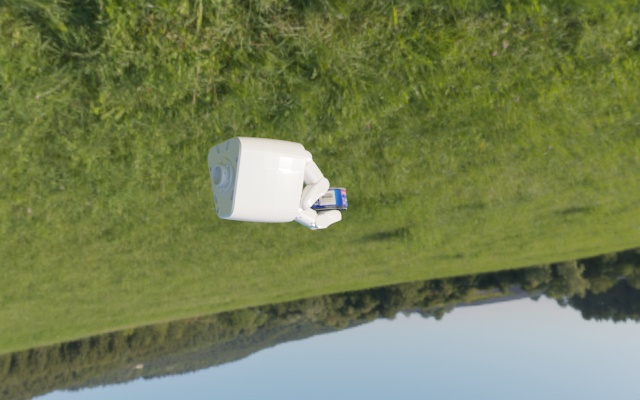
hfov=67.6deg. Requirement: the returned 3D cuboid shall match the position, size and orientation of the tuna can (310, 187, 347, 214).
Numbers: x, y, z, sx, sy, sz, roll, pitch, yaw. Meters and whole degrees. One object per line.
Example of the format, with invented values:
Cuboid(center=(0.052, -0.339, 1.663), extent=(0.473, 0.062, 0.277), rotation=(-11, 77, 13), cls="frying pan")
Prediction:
Cuboid(center=(0.000, 0.003, 0.770), extent=(0.086, 0.033, 0.086), rotation=(-7, -7, -1), cls="tuna can")
